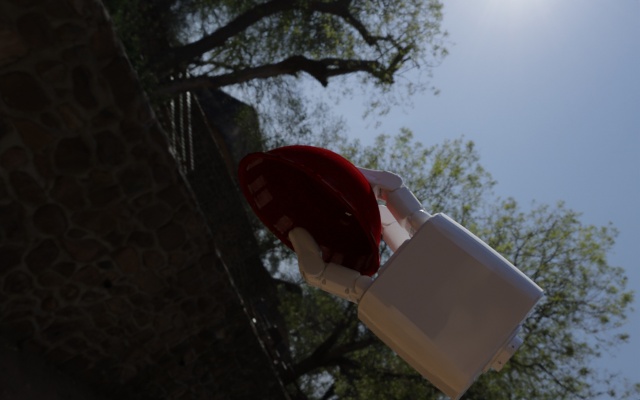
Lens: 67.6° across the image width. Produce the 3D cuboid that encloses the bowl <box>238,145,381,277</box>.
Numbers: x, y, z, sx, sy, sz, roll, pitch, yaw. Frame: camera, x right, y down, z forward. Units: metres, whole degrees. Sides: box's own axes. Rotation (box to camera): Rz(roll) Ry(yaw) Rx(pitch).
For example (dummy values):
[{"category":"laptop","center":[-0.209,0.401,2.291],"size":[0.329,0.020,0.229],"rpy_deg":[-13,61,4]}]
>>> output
[{"category":"bowl","center":[-0.001,0.000,0.455],"size":[0.162,0.162,0.055],"rpy_deg":[0,43,51]}]
